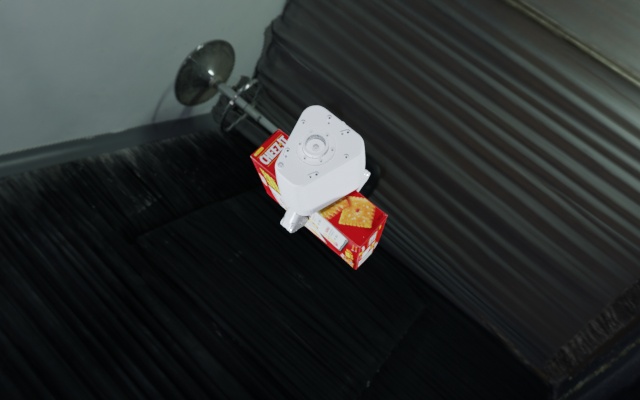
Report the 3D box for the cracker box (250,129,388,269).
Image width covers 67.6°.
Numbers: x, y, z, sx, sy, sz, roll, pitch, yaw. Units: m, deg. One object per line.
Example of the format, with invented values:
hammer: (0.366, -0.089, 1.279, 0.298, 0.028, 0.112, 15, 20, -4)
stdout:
cracker box: (0.000, 0.003, 0.759, 0.213, 0.072, 0.164, 40, -13, 14)
